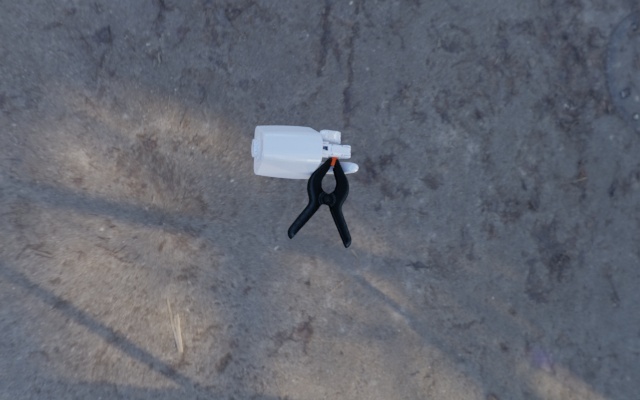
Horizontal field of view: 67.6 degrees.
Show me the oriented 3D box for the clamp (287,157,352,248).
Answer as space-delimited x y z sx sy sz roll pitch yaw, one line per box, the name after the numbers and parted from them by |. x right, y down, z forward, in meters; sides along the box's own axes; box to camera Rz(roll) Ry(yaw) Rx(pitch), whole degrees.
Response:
0.000 0.003 0.888 0.120 0.171 0.039 1 -3 -15 | clamp
